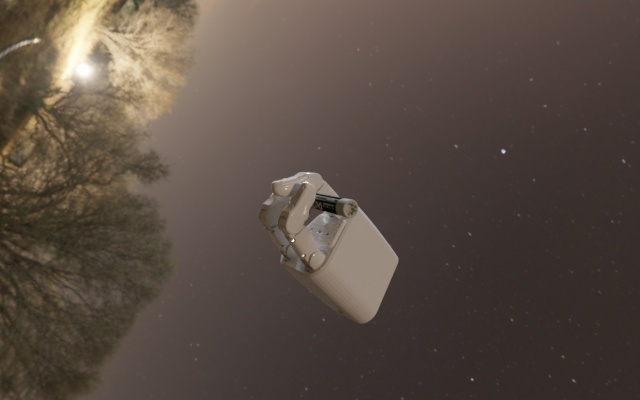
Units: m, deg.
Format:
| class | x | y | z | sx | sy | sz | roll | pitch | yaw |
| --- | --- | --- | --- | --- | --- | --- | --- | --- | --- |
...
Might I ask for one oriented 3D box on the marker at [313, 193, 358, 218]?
| class | x | y | z | sx | sy | sz | roll | pitch | yaw |
| --- | --- | --- | --- | --- | --- | --- | --- | --- | --- |
| marker | 0.000 | 0.002 | 0.530 | 0.020 | 0.020 | 0.121 | 0 | 7 | -31 |
